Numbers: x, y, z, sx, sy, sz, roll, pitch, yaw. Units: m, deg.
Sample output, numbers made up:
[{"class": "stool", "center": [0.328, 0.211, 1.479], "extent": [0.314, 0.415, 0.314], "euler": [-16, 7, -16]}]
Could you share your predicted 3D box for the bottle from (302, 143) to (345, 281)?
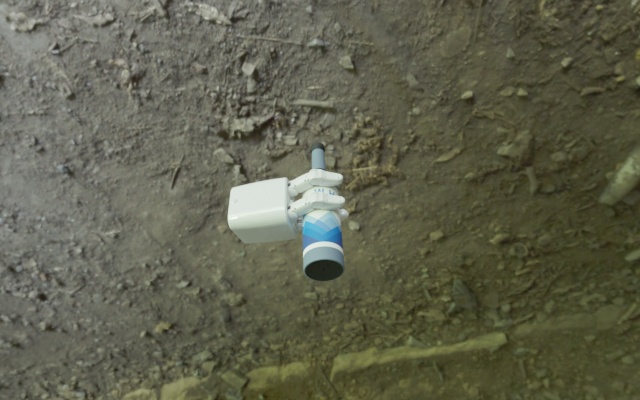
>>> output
[{"class": "bottle", "center": [0.000, 0.003, 0.866], "extent": [0.069, 0.295, 0.069], "euler": [-2, -41, -1]}]
